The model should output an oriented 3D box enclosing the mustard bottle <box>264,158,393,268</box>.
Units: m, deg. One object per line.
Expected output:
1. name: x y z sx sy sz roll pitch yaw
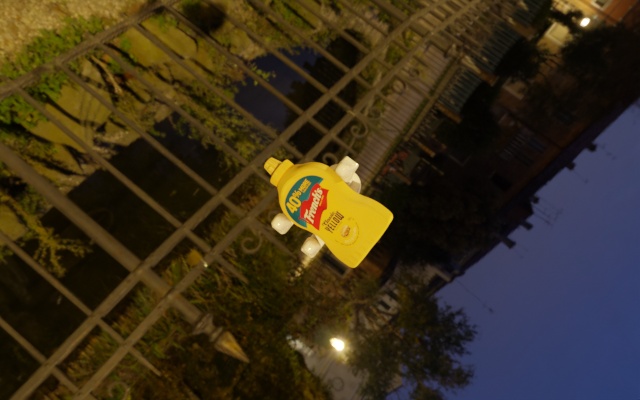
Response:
1. mustard bottle: 0.000 0.002 0.676 0.191 0.096 0.058 37 26 6
